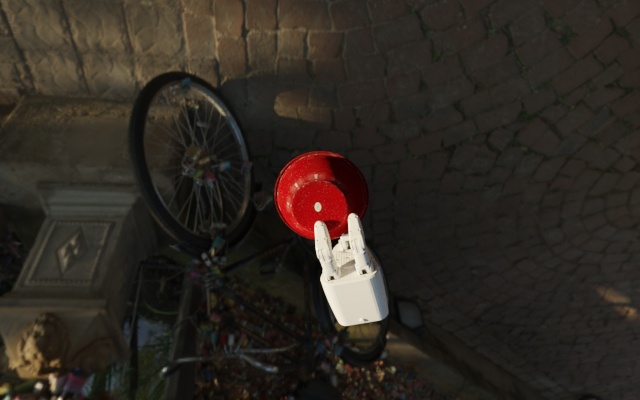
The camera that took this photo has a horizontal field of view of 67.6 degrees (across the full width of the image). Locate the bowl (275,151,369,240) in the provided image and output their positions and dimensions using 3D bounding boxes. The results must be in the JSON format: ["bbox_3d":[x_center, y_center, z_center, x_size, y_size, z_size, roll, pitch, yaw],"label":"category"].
[{"bbox_3d":[-0.001,0.002,0.789,0.162,0.162,0.055,0,20,5],"label":"bowl"}]
